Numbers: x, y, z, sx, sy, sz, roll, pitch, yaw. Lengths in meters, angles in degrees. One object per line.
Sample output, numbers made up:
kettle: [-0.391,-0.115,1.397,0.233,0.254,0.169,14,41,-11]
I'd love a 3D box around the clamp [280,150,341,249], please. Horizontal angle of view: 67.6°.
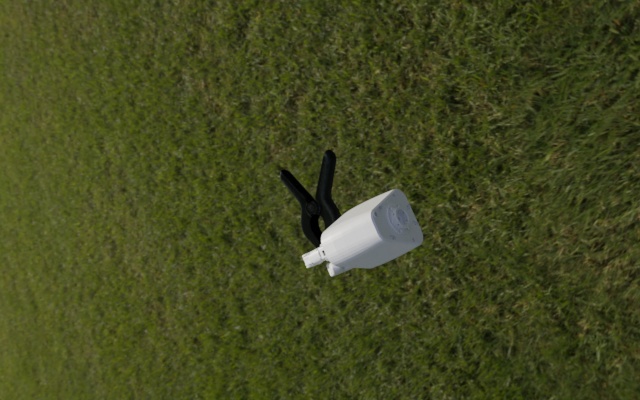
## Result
clamp: [0.000,0.003,0.797,0.039,0.171,0.120,-12,-15,-47]
